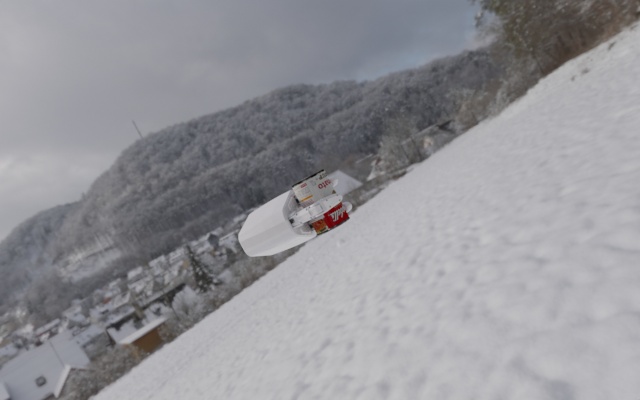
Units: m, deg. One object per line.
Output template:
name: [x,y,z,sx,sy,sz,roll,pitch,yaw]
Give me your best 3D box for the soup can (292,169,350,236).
soup can: [0.000,0.002,0.863,0.068,0.102,0.068,-28,3,2]
